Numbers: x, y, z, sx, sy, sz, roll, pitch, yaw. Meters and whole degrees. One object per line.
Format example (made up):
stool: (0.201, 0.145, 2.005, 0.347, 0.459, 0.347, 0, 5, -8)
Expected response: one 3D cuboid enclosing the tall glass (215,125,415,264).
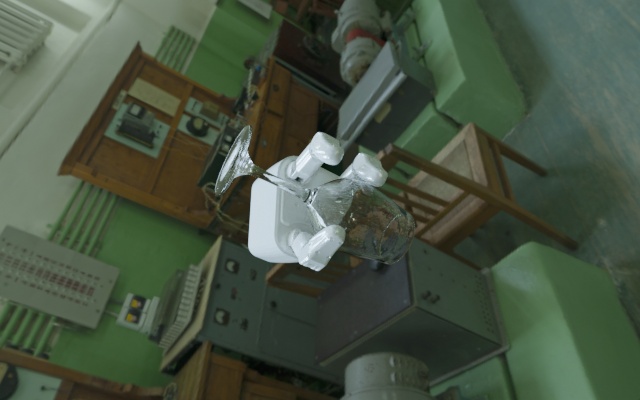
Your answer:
tall glass: (0.000, 0.001, 0.488, 0.201, 0.079, 0.079, 25, -10, -21)
